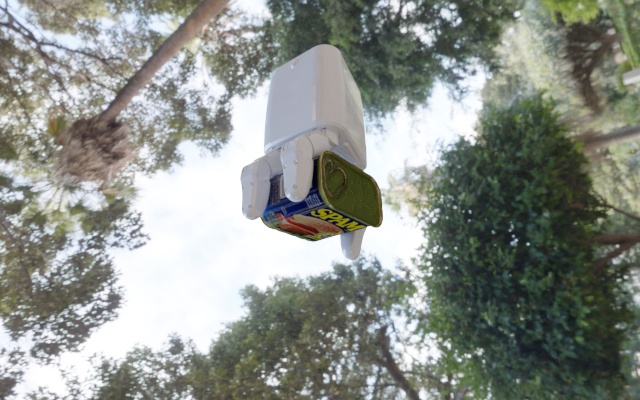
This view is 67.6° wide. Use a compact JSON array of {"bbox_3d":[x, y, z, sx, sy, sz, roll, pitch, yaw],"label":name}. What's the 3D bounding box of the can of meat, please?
[{"bbox_3d":[0.000,0.002,0.477,0.084,0.057,0.102,-19,-28,34],"label":"can of meat"}]
